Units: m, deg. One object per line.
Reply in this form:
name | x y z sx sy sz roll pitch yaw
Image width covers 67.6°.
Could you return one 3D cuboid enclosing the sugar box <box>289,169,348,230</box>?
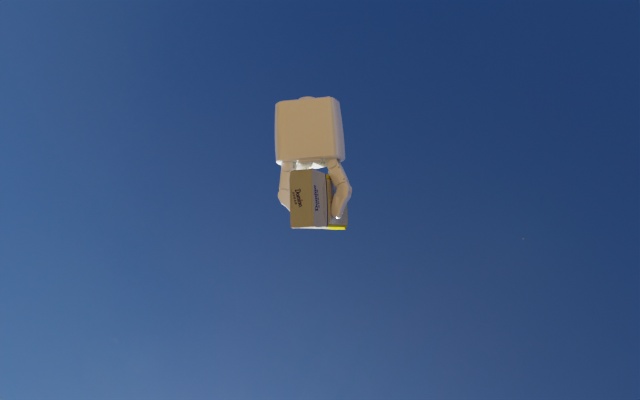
sugar box | 0.000 0.003 0.818 0.048 0.093 0.176 -4 -6 23
